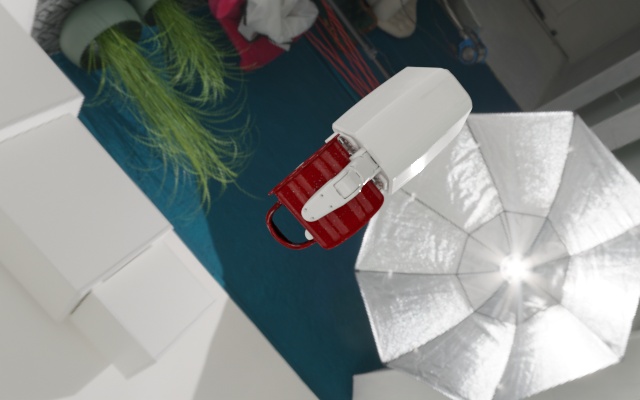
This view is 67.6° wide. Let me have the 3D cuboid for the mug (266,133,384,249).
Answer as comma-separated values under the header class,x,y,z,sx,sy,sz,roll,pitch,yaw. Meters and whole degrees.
class,x,y,z,sx,sy,sz,roll,pitch,yaw
mug,-0.001,0.003,0.477,0.117,0.081,0.093,-41,5,0
